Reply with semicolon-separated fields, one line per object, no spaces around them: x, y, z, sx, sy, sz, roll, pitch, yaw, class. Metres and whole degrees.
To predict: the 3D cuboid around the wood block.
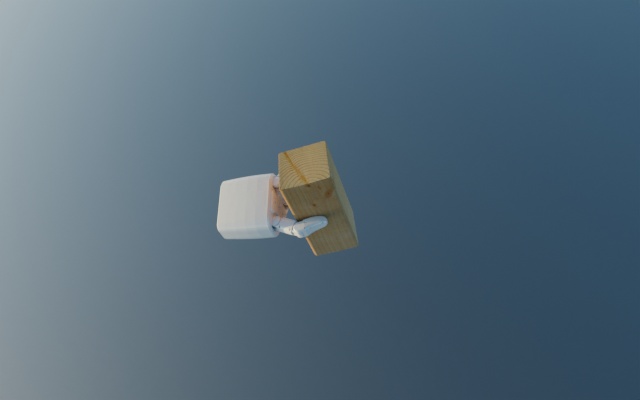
0.000;0.003;0.879;0.090;0.090;0.206;-14;-41;10;wood block
